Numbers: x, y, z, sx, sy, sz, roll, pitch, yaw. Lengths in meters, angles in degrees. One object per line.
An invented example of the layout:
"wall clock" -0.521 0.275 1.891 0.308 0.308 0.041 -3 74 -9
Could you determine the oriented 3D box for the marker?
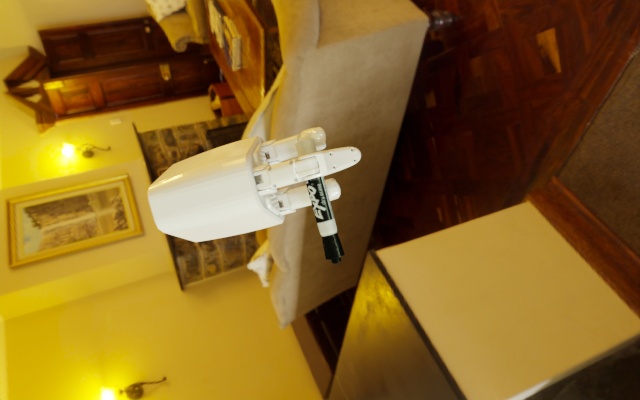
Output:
"marker" 0.000 0.001 0.457 0.020 0.121 0.020 -15 2 0
